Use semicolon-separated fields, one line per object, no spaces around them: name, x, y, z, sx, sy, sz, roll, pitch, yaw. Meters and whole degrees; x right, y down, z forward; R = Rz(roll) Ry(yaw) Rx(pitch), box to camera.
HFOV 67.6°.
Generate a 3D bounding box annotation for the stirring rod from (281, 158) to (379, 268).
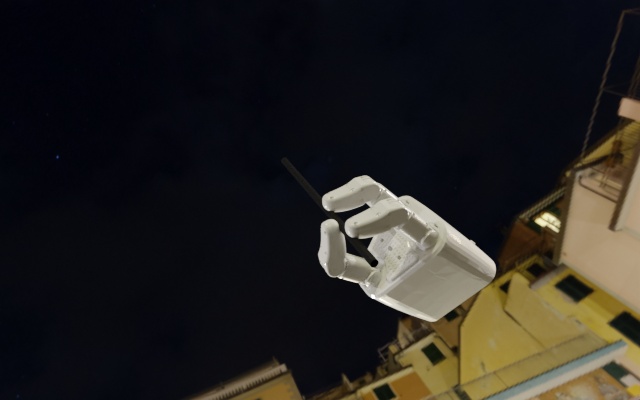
stirring rod;0.000;0.002;0.503;0.011;0.011;0.239;0;26;-25
